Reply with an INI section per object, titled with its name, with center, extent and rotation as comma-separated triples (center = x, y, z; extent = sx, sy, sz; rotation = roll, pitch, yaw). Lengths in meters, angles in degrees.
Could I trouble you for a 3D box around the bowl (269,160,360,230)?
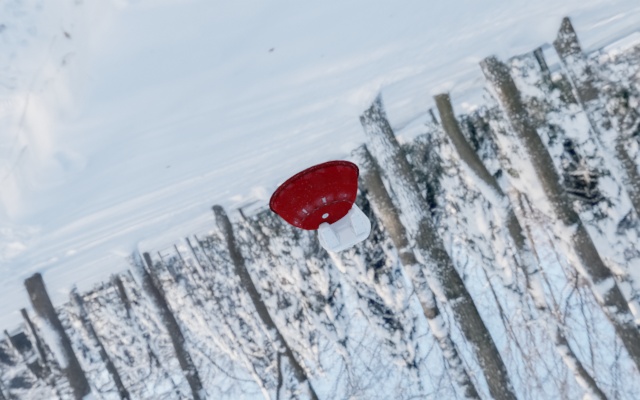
[bowl]
center = 0.000, 0.003, 0.779
extent = 0.162, 0.055, 0.162
rotation = -20, -24, -9
